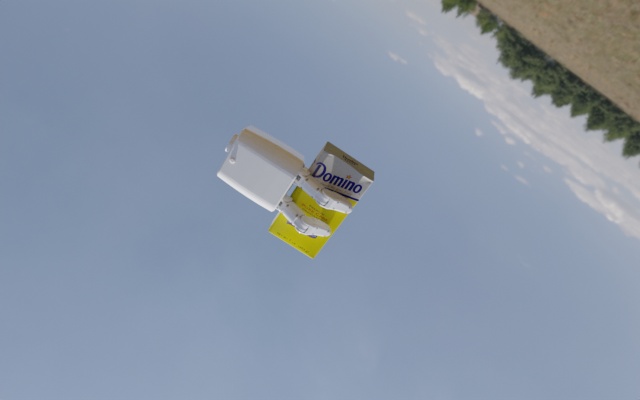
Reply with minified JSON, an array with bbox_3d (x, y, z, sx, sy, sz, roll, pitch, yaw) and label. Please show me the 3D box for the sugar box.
[{"bbox_3d":[0.000,0.003,0.771,0.093,0.176,0.048,32,27,-8],"label":"sugar box"}]
